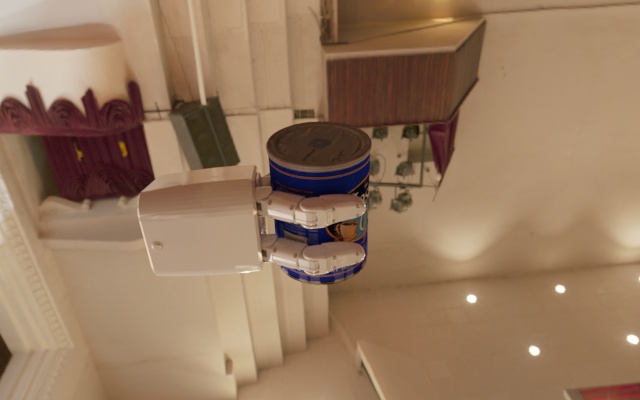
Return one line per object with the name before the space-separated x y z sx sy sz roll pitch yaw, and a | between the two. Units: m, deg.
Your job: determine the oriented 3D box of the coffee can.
coffee can | 0.000 0.001 0.501 0.103 0.140 0.102 -1 32 1
